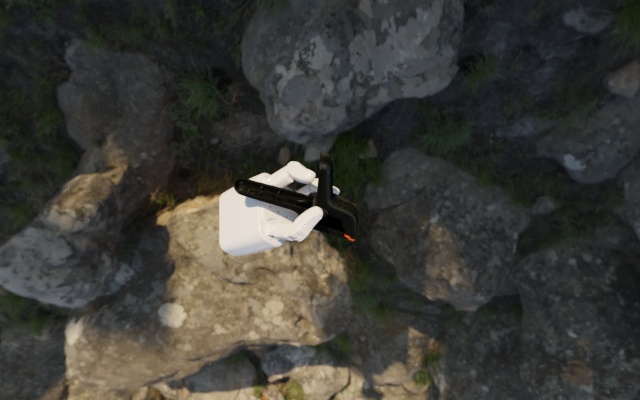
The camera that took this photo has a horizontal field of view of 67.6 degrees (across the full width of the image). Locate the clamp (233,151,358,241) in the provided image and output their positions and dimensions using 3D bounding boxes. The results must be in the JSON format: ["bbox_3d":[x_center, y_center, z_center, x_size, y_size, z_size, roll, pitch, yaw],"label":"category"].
[{"bbox_3d":[0.000,0.003,0.702,0.164,0.036,0.210,-18,-39,39],"label":"clamp"}]
